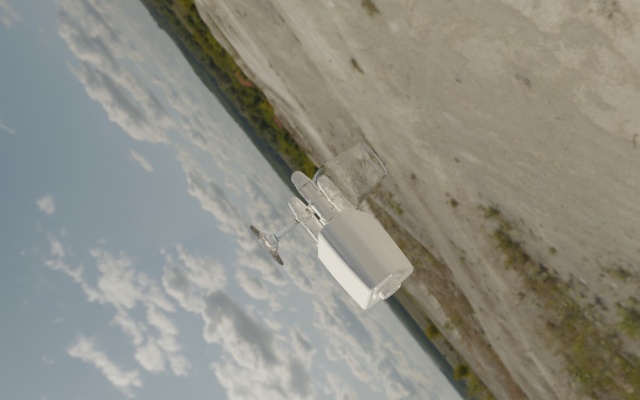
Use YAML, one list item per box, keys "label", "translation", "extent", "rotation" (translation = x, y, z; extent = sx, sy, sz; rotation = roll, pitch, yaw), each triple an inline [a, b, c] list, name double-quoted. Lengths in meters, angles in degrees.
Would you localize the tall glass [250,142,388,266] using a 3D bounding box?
- label: "tall glass"
  translation: [-0.001, 0.003, 0.685]
  extent: [0.201, 0.079, 0.079]
  rotation: [-39, 1, -2]
